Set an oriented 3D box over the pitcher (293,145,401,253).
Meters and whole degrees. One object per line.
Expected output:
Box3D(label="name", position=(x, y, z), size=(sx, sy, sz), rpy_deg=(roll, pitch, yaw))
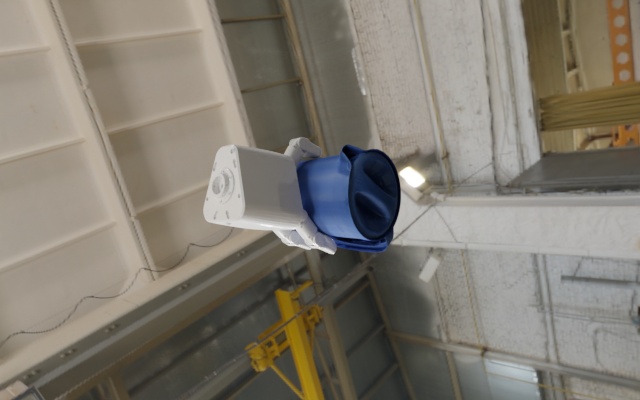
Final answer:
Box3D(label="pitcher", position=(0.000, 0.002, 0.768), size=(0.243, 0.149, 0.145), rpy_deg=(-1, -8, 42))
